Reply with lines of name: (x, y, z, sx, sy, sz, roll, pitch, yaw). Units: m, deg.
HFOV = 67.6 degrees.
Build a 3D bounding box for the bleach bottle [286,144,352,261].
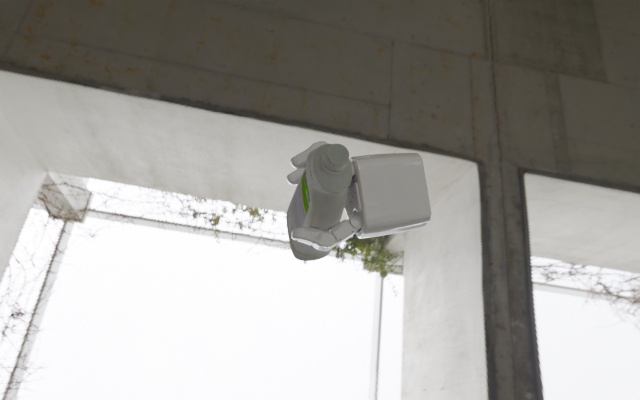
bleach bottle: (0.000, 0.002, 0.677, 0.068, 0.102, 0.251, -7, -22, -14)
